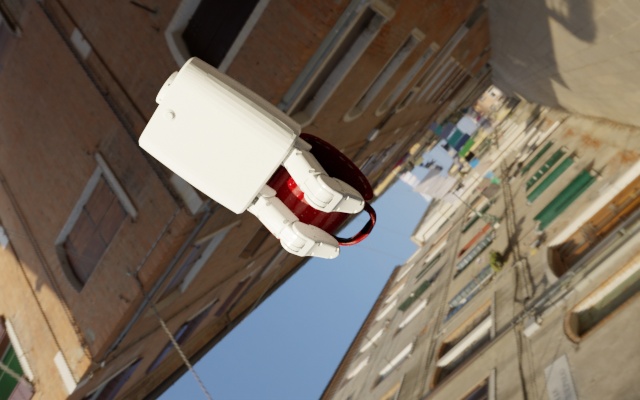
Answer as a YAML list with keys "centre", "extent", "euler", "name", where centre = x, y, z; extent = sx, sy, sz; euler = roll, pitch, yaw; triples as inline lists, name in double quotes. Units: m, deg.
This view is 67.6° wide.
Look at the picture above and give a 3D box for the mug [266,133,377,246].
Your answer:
- centre: [0.001, 0.002, 0.470]
  extent: [0.117, 0.081, 0.093]
  euler: [35, 22, -13]
  name: "mug"
